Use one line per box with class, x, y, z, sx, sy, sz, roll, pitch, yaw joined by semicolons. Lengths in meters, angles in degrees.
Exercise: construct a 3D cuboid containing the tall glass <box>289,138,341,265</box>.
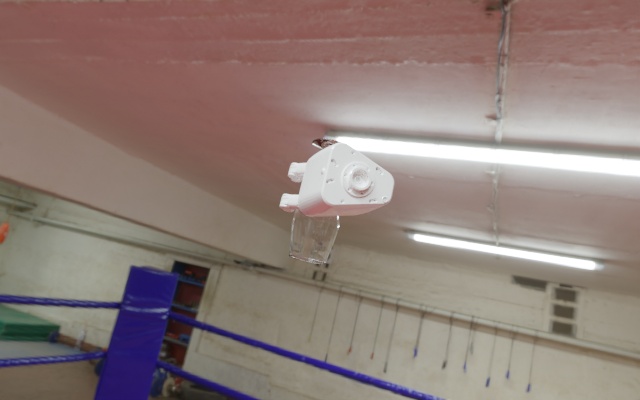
tall glass;0.000;0.002;0.799;0.079;0.201;0.079;13;-12;3
